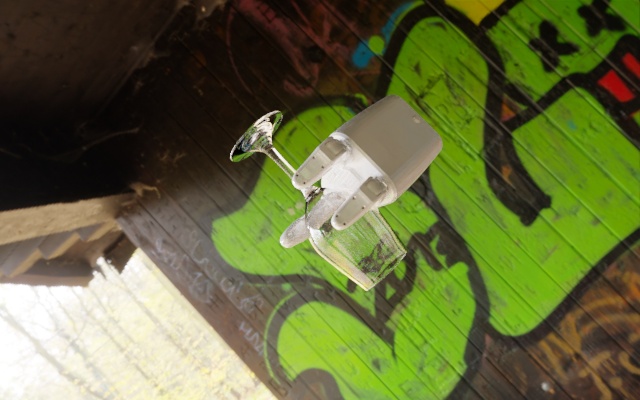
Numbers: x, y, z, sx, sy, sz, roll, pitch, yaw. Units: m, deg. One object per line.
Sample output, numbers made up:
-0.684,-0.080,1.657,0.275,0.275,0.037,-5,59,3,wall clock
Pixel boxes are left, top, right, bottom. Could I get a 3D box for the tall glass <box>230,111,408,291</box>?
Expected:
-0.001,0.001,0.504,0.079,0.201,0.079,-43,-6,-5,tall glass
